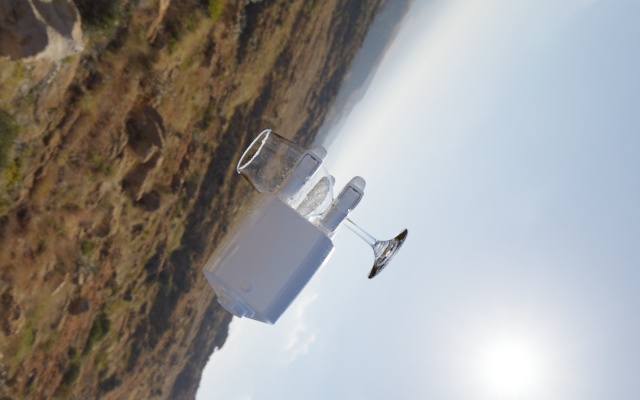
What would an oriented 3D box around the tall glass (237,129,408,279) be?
[{"bbox_3d":[0.001,0.002,0.556,0.201,0.079,0.079,38,0,0],"label":"tall glass"}]
